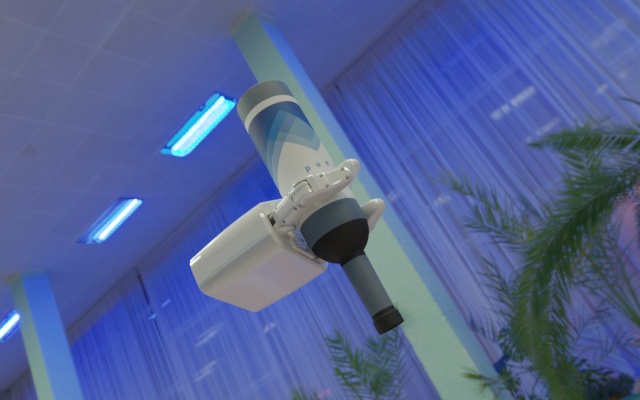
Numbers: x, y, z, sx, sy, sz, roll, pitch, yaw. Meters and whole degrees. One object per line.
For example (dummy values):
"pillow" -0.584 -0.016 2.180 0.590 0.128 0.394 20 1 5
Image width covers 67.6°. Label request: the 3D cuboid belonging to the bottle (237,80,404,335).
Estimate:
"bottle" 0.000 0.001 0.505 0.069 0.295 0.069 -25 -22 -11
